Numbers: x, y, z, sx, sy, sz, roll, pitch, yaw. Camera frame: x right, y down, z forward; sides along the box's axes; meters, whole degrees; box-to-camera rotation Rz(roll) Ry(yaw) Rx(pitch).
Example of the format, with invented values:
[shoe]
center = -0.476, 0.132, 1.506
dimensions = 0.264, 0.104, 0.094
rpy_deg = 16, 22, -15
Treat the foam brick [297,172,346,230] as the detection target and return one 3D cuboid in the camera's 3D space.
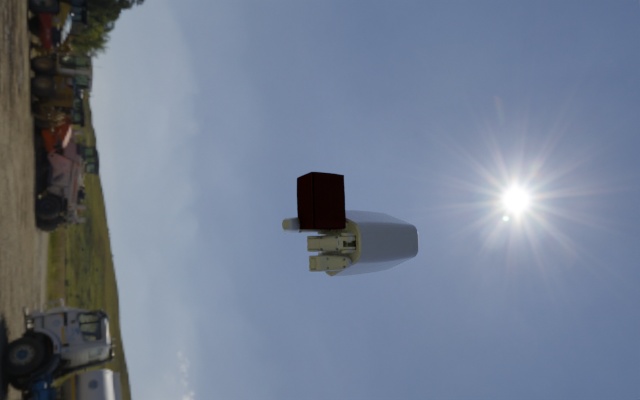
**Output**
[foam brick]
center = 0.000, 0.002, 0.673
dimensions = 0.051, 0.078, 0.053
rpy_deg = 1, -5, -27
